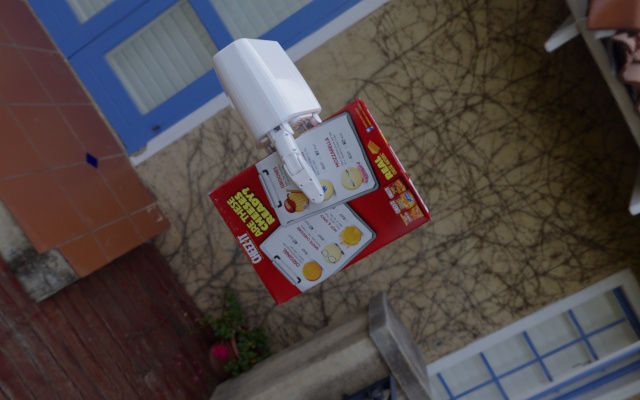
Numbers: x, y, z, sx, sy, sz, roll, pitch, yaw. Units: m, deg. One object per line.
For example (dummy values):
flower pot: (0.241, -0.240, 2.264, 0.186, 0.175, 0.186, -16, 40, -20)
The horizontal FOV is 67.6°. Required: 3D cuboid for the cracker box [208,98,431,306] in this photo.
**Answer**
cracker box: (0.000, 0.002, 0.586, 0.214, 0.164, 0.072, -31, 2, 10)
